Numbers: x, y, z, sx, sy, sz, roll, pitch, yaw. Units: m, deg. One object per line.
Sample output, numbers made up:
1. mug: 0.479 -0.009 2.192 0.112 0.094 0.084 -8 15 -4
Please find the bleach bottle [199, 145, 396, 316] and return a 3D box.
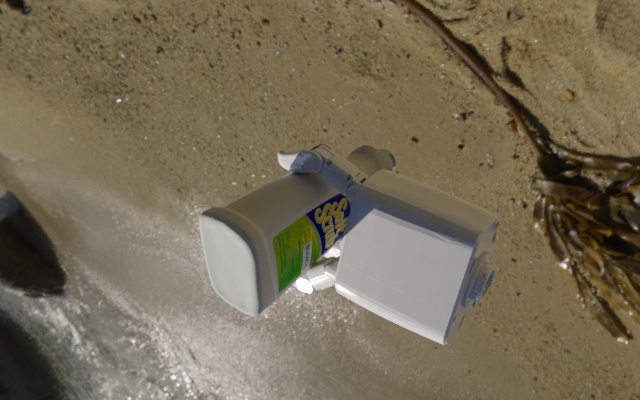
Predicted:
1. bleach bottle: 0.000 0.002 0.476 0.068 0.103 0.250 24 41 30
